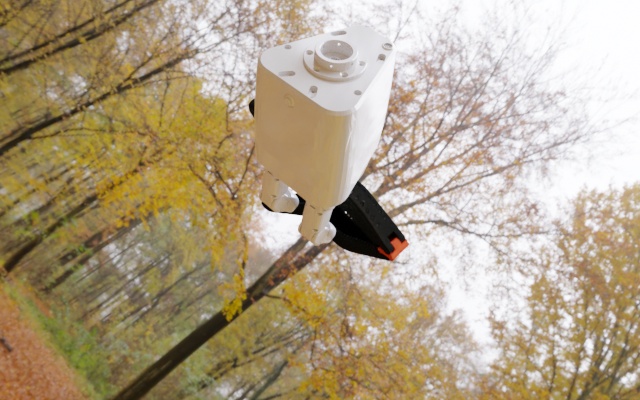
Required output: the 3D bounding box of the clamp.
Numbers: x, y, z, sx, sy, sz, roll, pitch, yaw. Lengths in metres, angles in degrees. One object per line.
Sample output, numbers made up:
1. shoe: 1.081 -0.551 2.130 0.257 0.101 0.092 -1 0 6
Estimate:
1. clamp: 0.001 0.001 0.514 0.210 0.165 0.036 39 59 22
